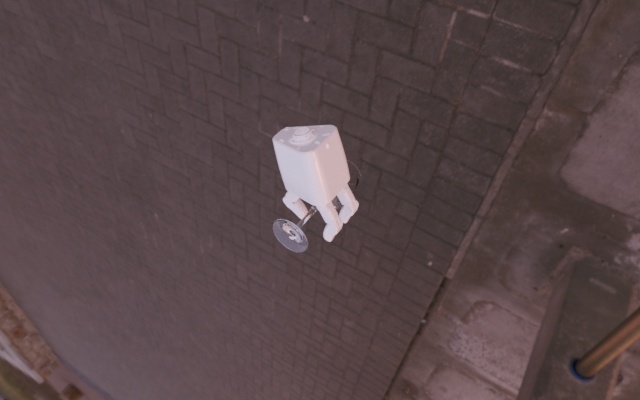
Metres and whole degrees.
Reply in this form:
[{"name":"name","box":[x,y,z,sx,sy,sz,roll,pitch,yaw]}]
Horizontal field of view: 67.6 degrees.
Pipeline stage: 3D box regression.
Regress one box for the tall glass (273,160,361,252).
[{"name":"tall glass","box":[0.000,0.003,0.887,0.079,0.079,0.201,0,36,42]}]
